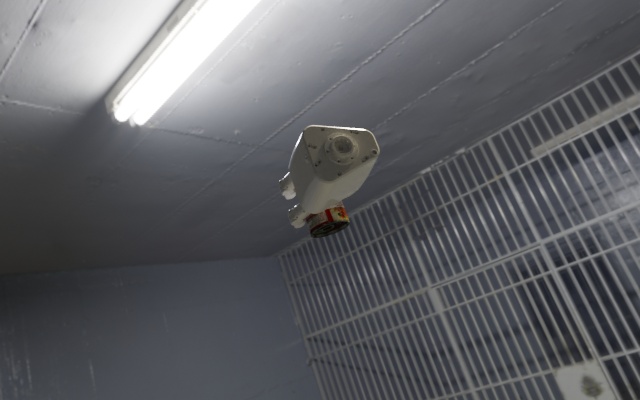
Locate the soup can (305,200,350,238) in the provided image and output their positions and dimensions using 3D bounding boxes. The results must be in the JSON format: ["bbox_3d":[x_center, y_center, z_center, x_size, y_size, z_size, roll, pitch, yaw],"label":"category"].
[{"bbox_3d":[0.000,0.002,0.795,0.068,0.102,0.068,-18,-18,-6],"label":"soup can"}]
